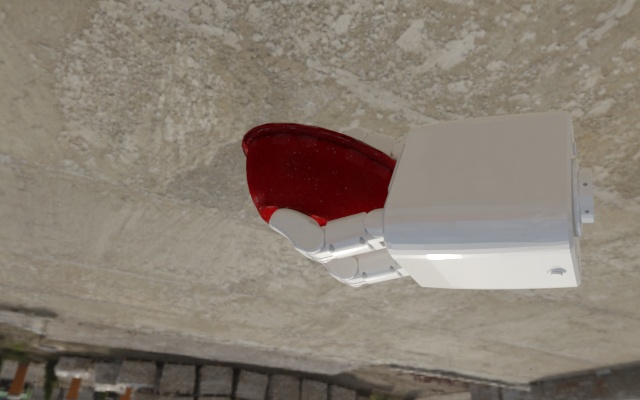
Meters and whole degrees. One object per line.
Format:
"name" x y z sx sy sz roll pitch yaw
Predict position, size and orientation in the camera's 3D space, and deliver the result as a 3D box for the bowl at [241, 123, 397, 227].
"bowl" -0.001 0.002 0.405 0.162 0.055 0.162 18 -19 6
